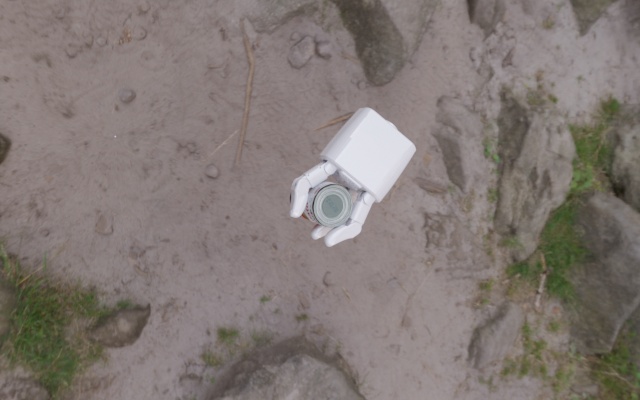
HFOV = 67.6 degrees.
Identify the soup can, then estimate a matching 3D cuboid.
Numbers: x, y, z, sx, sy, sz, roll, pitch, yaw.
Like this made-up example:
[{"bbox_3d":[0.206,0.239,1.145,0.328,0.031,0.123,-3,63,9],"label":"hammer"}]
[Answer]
[{"bbox_3d":[0.000,0.003,0.755,0.068,0.068,0.102,0,7,-23],"label":"soup can"}]
